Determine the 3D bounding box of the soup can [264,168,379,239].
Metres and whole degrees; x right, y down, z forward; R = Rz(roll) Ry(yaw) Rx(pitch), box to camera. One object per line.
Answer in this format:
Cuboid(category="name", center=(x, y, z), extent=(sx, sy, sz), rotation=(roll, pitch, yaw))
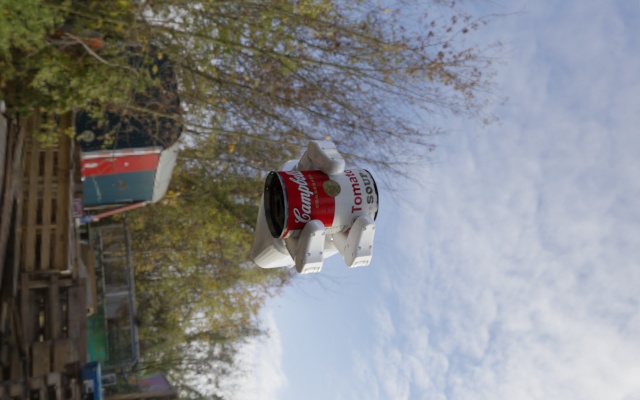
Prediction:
Cuboid(category="soup can", center=(0.001, 0.001, 0.492), extent=(0.102, 0.068, 0.068), rotation=(-4, 1, -23))
